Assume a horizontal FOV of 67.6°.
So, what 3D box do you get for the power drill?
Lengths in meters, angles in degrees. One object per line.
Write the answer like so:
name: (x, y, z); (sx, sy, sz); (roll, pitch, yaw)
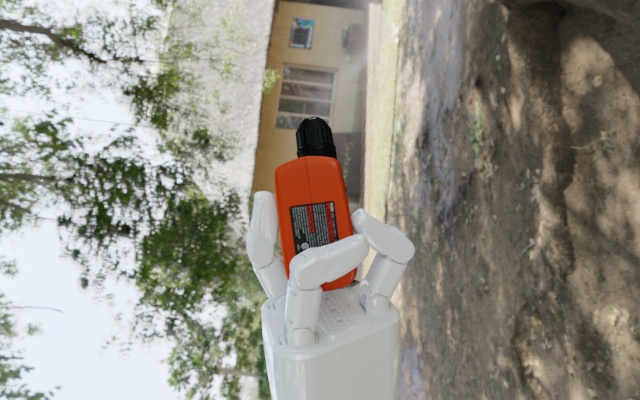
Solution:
power drill: (0.000, 0.002, 0.452); (0.057, 0.184, 0.187); (-10, 1, 5)
